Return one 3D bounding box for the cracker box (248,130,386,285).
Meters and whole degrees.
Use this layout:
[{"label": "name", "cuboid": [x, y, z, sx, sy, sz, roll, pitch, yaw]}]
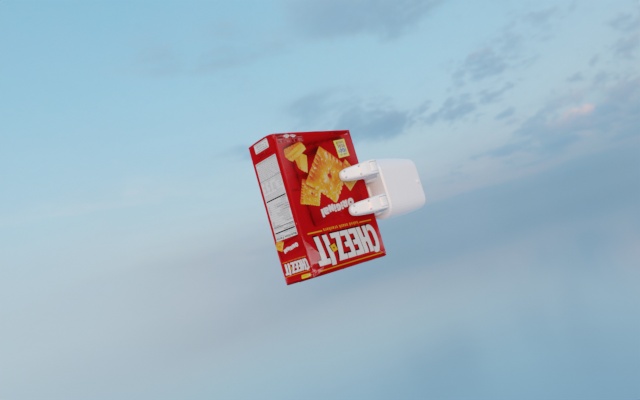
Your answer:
[{"label": "cracker box", "cuboid": [0.000, 0.002, 0.726, 0.164, 0.213, 0.072, -9, -10, -43]}]
